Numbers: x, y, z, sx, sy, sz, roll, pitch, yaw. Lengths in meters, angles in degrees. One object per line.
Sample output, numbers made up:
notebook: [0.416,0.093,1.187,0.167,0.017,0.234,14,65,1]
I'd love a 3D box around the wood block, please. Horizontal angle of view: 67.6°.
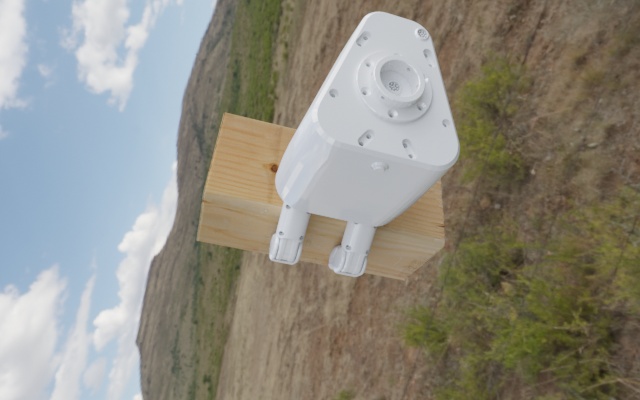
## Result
wood block: [0.000,0.001,0.446,0.206,0.090,0.090,13,-33,-11]
